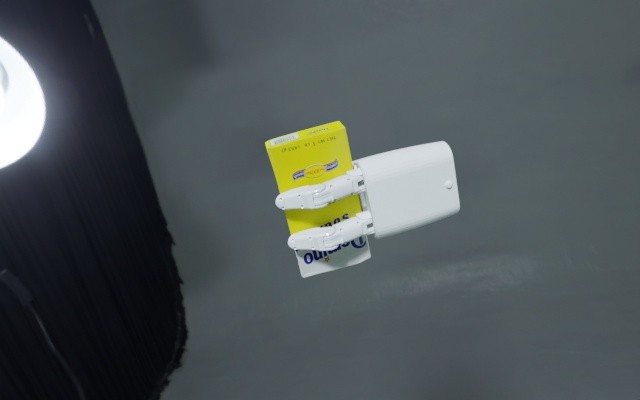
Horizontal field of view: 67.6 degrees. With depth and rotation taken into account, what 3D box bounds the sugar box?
[{"bbox_3d":[0.000,0.002,0.581,0.093,0.176,0.048,-15,21,-3],"label":"sugar box"}]
